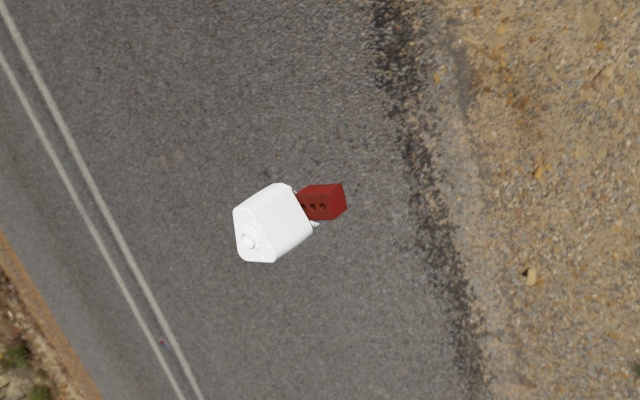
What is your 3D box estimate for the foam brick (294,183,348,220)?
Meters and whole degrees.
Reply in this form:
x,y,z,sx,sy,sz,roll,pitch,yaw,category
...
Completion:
x,y,z,sx,sy,sz,roll,pitch,yaw,category
0.000,0.003,0.865,0.078,0.053,0.051,-3,21,39,foam brick
